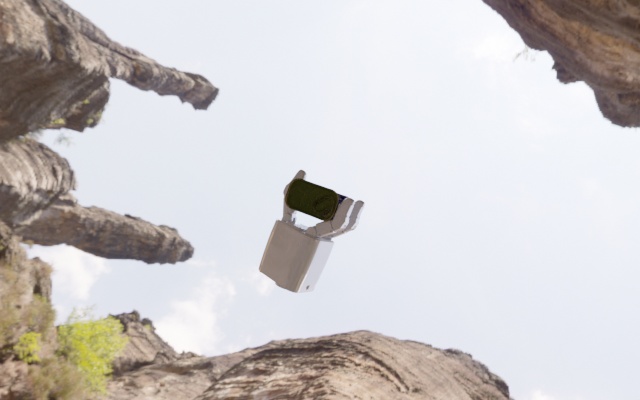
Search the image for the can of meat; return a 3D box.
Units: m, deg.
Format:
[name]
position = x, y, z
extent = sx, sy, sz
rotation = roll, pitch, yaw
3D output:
[can of meat]
position = 0.000, 0.003, 0.878
extent = 0.102, 0.057, 0.084
rotation = 20, 1, 26
